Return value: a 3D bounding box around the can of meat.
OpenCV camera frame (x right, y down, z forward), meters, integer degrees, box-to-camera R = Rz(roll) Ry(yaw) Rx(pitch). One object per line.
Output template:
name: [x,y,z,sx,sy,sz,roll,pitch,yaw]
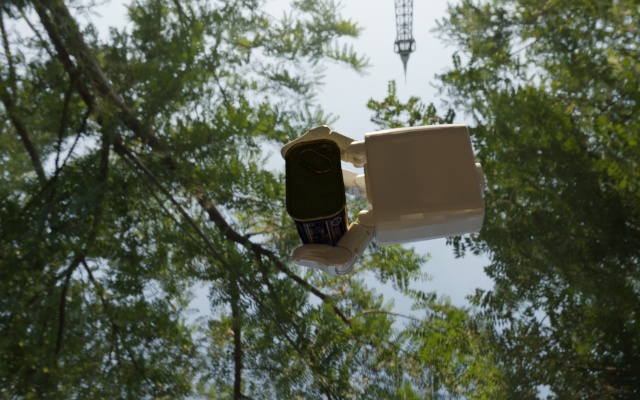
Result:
can of meat: [0.000,0.002,0.498,0.057,0.102,0.084,-9,-39,5]
